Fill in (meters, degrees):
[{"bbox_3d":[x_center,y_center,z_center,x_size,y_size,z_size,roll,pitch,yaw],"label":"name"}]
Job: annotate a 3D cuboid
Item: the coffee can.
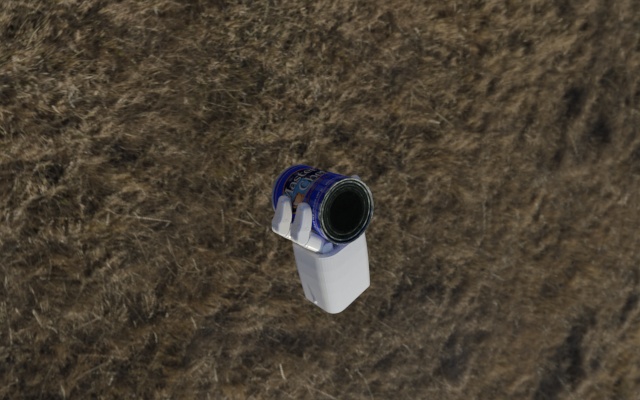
[{"bbox_3d":[0.000,0.002,0.760,0.103,0.103,0.140,0,12,-36],"label":"coffee can"}]
